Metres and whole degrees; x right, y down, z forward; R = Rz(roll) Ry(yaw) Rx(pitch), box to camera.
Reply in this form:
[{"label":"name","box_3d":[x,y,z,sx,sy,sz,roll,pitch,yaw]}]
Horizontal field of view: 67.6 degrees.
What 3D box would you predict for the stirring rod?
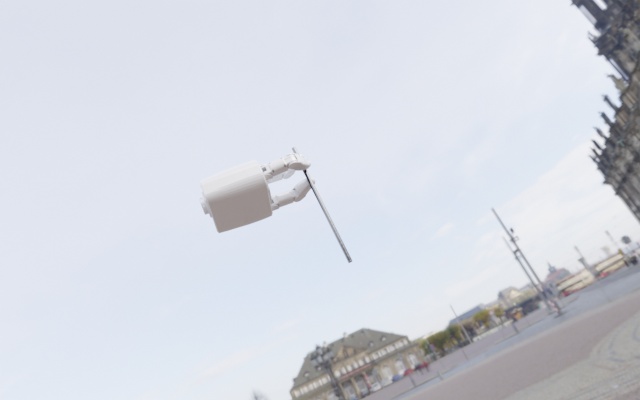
[{"label":"stirring rod","box_3d":[0.000,0.003,0.842,0.011,0.239,0.011,-23,-22,-10]}]
